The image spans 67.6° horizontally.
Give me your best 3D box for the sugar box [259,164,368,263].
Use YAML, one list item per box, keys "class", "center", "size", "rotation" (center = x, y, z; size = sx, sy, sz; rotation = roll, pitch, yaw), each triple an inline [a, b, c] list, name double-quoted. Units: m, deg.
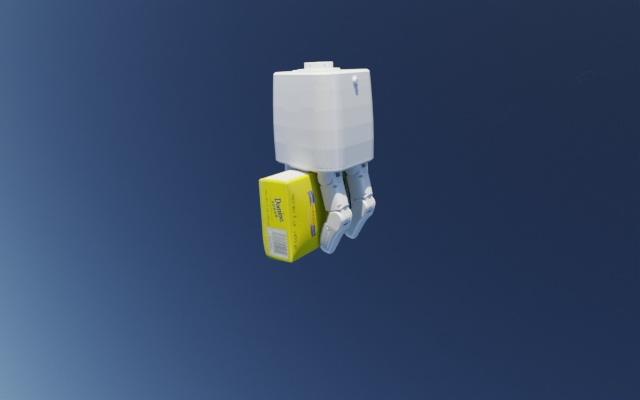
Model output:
- class: "sugar box"
  center: [0.000, 0.002, 0.584]
  size: [0.048, 0.093, 0.176]
  rotation: [10, 20, 35]
